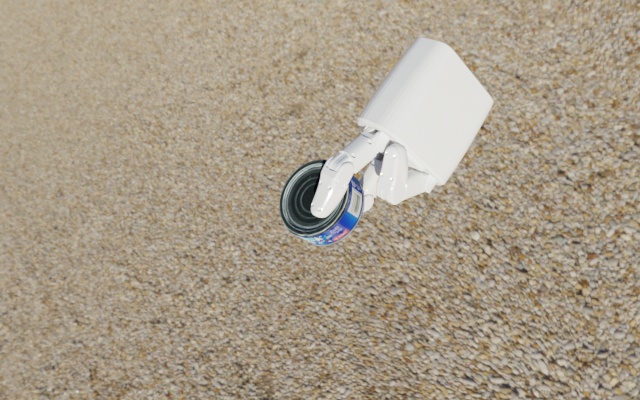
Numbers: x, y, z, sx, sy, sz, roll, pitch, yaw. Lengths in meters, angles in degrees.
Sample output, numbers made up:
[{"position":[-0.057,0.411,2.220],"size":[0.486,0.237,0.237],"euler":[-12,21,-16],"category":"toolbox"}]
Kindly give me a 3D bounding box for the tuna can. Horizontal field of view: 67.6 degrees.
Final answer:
[{"position":[0.000,0.001,0.492],"size":[0.086,0.086,0.034],"euler":[0,-20,33],"category":"tuna can"}]
